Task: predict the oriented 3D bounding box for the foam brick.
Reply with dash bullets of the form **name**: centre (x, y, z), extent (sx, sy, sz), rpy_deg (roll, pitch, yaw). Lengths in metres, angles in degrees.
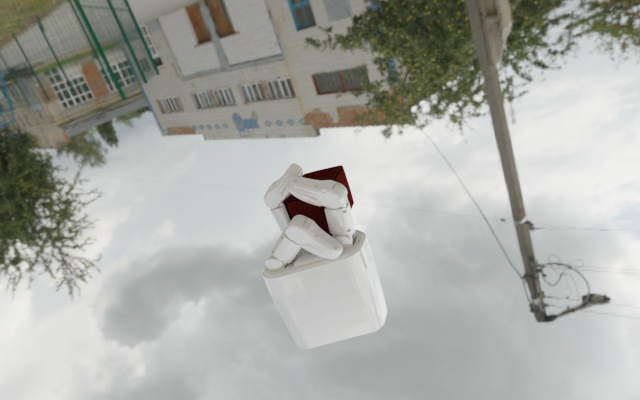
- **foam brick**: centre (0.000, 0.002, 0.548), extent (0.053, 0.051, 0.078), rpy_deg (-10, 24, 24)
